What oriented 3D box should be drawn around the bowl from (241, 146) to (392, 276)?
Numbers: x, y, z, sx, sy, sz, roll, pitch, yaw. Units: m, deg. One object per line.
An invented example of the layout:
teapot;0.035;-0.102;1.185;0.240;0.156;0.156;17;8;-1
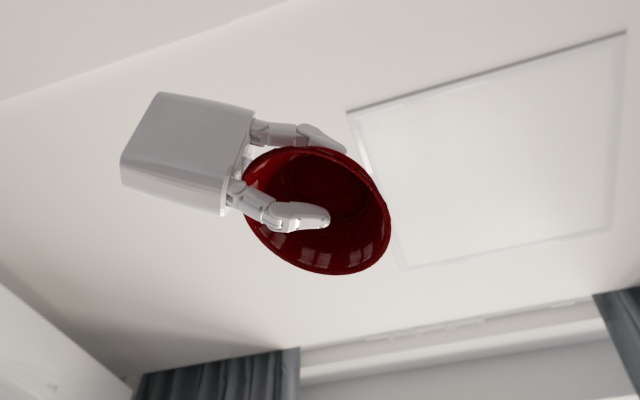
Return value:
bowl;0.001;0.002;0.495;0.162;0.162;0.055;0;36;25
